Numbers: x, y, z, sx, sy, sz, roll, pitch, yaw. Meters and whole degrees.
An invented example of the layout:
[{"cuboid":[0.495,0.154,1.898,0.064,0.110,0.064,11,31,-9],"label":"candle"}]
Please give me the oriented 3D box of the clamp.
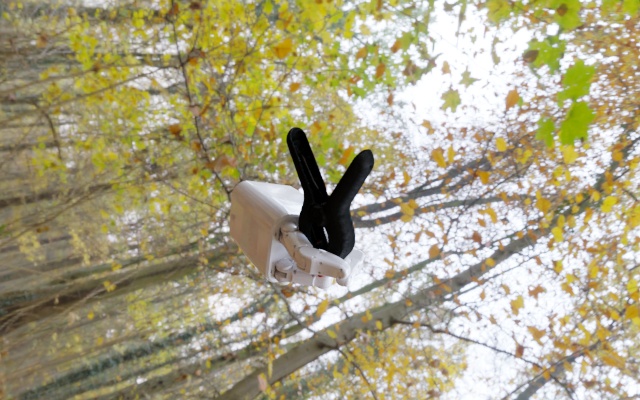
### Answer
[{"cuboid":[0.001,0.002,0.536,0.039,0.171,0.120,-14,36,-36],"label":"clamp"}]
